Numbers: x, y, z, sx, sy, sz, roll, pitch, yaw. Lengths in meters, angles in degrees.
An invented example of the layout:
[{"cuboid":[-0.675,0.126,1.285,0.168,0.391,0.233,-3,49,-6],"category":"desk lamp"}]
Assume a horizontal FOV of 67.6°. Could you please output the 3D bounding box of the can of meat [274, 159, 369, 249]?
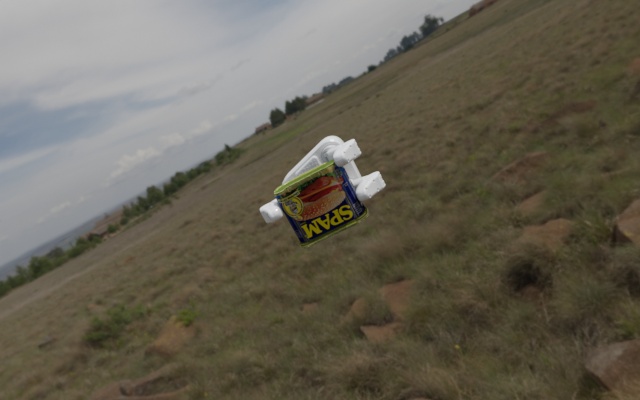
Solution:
[{"cuboid":[0.000,0.002,0.632,0.102,0.084,0.057,-26,10,11],"category":"can of meat"}]
